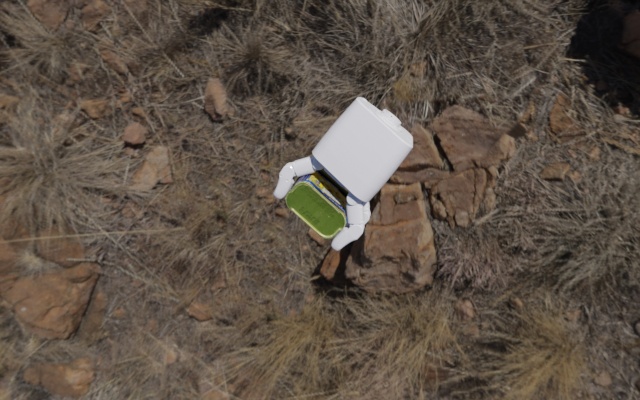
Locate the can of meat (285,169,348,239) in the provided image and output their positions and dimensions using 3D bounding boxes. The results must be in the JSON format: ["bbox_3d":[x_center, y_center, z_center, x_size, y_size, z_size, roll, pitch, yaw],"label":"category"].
[{"bbox_3d":[0.000,0.002,0.735,0.102,0.057,0.084,41,21,-4],"label":"can of meat"}]
